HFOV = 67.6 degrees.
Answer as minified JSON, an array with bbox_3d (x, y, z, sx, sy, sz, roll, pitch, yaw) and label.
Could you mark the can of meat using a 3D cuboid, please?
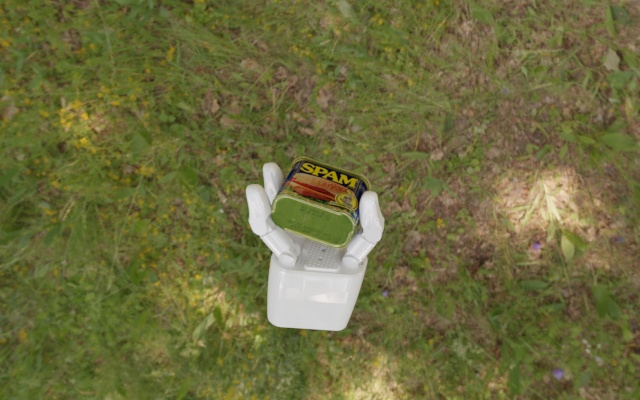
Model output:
[{"bbox_3d":[0.000,0.002,0.557,0.102,0.057,0.084,18,36,5],"label":"can of meat"}]
